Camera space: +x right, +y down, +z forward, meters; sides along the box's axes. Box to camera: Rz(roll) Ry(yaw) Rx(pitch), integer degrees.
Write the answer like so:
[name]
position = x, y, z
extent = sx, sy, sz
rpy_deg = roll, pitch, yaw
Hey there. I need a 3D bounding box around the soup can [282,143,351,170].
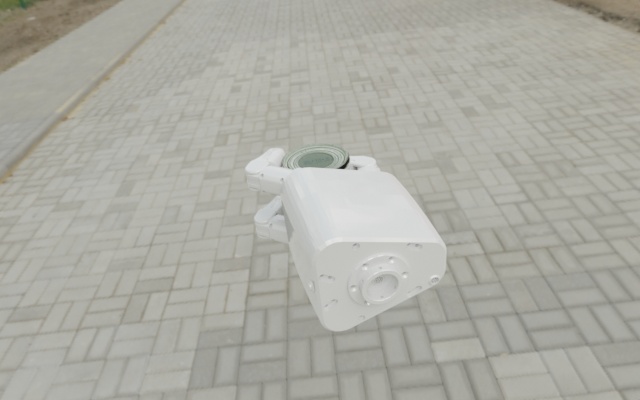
[soup can]
position = 0.000, 0.001, 0.485
extent = 0.068, 0.102, 0.068
rpy_deg = -5, 32, 3
